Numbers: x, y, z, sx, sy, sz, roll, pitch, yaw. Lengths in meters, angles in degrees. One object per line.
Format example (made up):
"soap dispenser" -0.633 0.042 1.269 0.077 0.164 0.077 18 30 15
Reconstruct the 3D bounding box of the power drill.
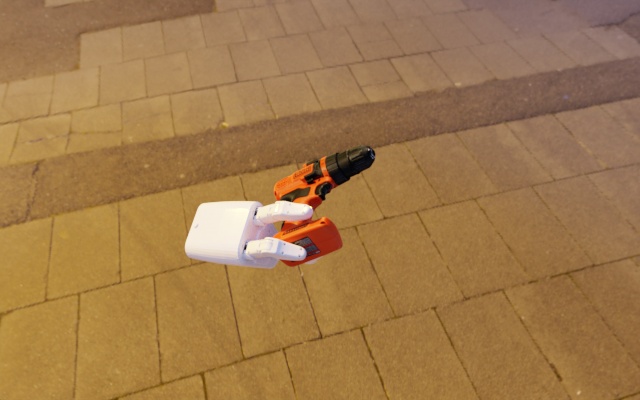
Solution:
"power drill" 0.000 0.003 0.727 0.184 0.057 0.187 -25 31 25
